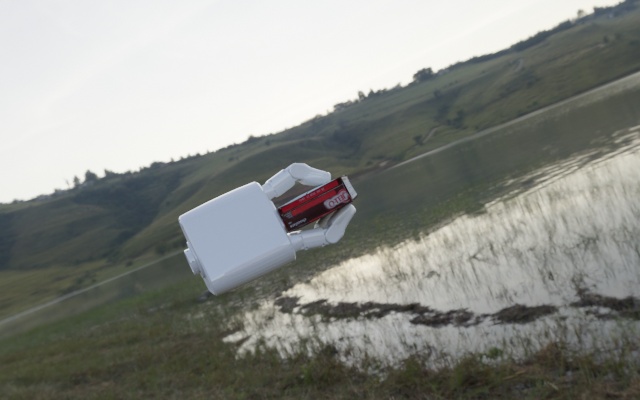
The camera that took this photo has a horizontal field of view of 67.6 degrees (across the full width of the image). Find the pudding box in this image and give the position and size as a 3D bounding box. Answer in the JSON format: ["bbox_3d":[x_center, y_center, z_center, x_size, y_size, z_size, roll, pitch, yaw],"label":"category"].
[{"bbox_3d":[0.000,0.002,0.624,0.090,0.039,0.113,-26,2,9],"label":"pudding box"}]
